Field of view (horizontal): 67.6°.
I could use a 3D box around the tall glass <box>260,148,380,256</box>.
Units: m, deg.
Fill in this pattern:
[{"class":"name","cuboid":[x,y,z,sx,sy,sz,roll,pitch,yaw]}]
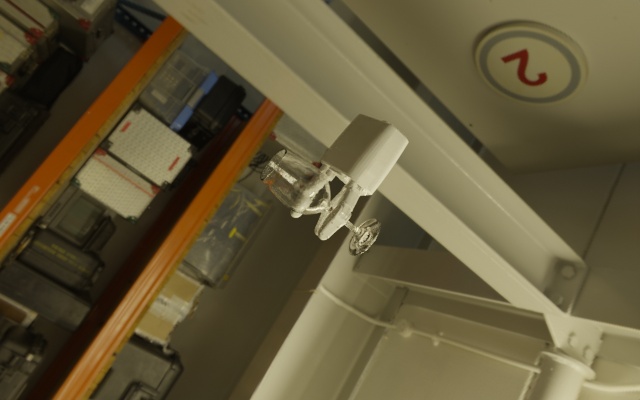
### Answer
[{"class":"tall glass","cuboid":[0.001,0.003,0.762,0.201,0.079,0.079,38,-15,-20]}]
